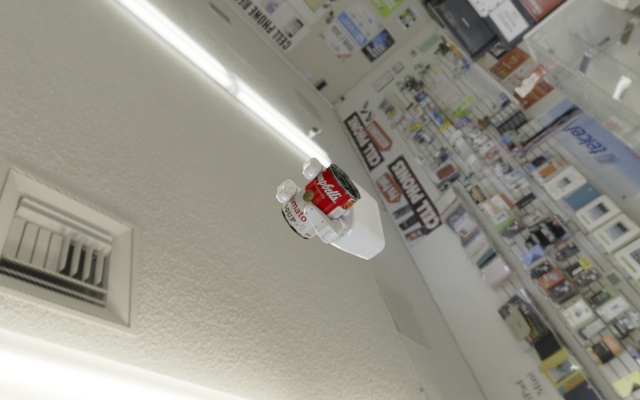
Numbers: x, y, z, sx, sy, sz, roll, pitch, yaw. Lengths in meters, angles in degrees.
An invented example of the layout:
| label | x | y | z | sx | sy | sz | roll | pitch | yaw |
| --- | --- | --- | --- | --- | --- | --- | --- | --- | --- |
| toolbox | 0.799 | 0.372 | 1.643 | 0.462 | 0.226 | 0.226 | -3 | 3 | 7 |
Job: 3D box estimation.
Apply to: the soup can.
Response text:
| label | x | y | z | sx | sy | sz | roll | pitch | yaw |
| --- | --- | --- | --- | --- | --- | --- | --- | --- | --- |
| soup can | 0.000 | 0.002 | 0.715 | 0.102 | 0.068 | 0.068 | -40 | -14 | 17 |
